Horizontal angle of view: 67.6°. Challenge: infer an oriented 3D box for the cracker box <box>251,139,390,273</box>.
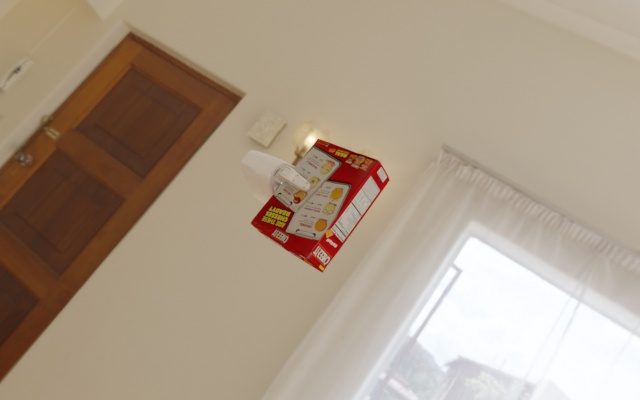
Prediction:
[{"bbox_3d":[0.000,0.003,0.877,0.164,0.213,0.072,26,-16,42],"label":"cracker box"}]
